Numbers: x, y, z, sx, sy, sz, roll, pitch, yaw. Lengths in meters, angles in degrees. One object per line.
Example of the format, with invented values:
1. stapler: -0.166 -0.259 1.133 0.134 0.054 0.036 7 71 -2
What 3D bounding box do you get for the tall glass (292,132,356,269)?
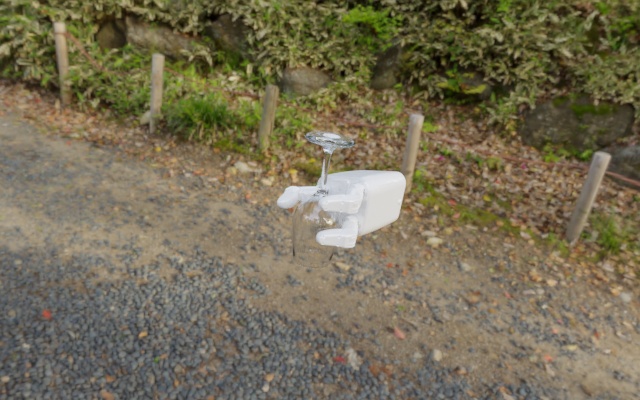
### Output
1. tall glass: 0.000 0.002 0.725 0.079 0.201 0.079 8 22 -3
